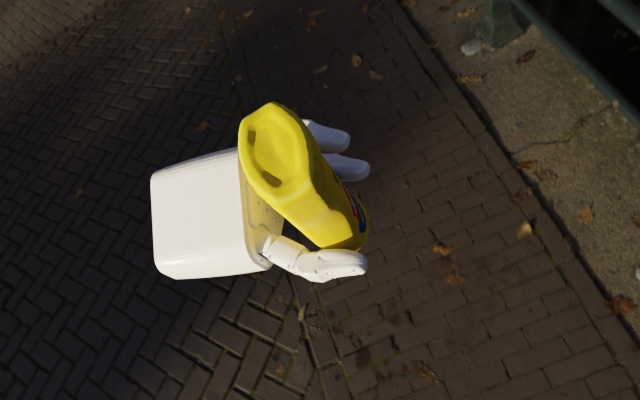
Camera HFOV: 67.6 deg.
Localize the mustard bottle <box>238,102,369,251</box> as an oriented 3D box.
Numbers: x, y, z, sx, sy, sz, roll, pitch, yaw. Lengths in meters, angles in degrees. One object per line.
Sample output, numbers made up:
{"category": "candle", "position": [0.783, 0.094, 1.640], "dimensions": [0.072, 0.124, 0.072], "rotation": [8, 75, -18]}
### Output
{"category": "mustard bottle", "position": [0.000, 0.001, 0.428], "dimensions": [0.058, 0.096, 0.192], "rotation": [-32, -33, 6]}
